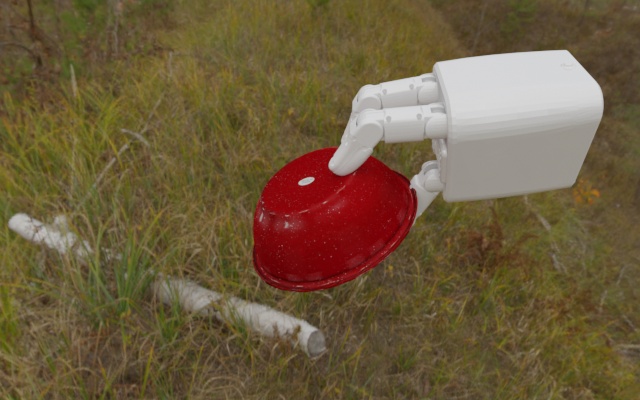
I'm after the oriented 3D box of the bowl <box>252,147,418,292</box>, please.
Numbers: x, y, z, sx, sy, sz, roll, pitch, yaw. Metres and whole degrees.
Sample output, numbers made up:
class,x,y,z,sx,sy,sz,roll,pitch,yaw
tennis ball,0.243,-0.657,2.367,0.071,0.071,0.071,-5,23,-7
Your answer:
class,x,y,z,sx,sy,sz,roll,pitch,yaw
bowl,-0.001,0.002,0.422,0.162,0.055,0.162,-20,33,14
